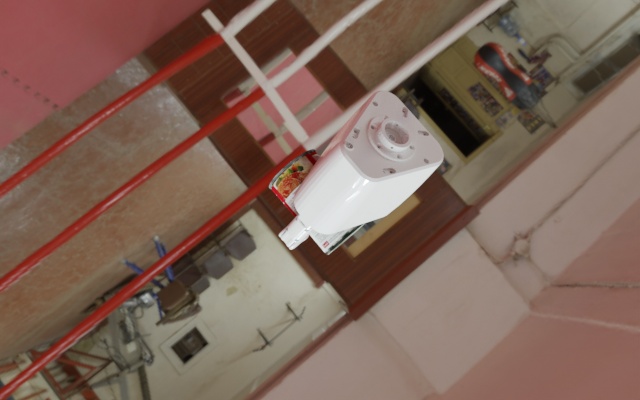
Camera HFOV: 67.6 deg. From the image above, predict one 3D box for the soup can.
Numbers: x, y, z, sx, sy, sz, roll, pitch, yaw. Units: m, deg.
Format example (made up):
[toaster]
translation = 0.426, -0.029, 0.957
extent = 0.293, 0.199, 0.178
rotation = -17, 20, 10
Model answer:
[soup can]
translation = 0.000, 0.002, 0.540
extent = 0.068, 0.102, 0.068
rotation = -40, -6, -5
